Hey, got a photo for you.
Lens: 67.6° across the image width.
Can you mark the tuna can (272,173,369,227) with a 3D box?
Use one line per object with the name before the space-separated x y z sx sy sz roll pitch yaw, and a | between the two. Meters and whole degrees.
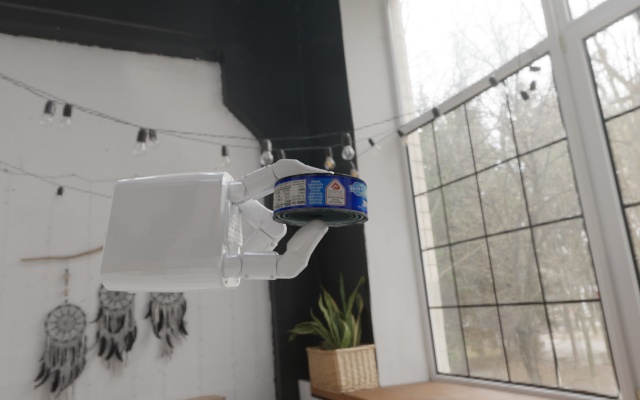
tuna can | 0.000 0.001 0.429 0.086 0.033 0.086 0 -12 0
